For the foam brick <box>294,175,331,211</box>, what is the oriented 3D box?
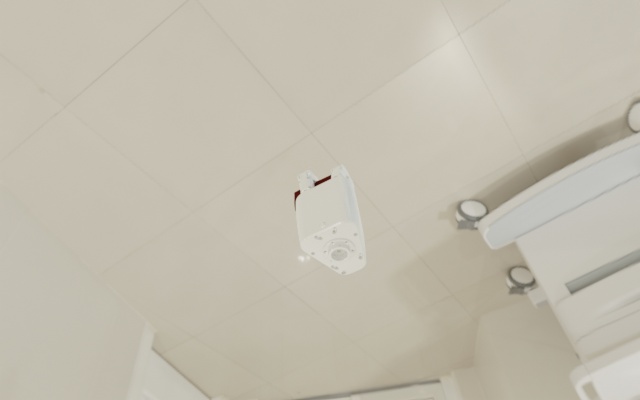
[{"bbox_3d":[0.000,0.003,0.814,0.078,0.053,0.051,-26,35,15],"label":"foam brick"}]
